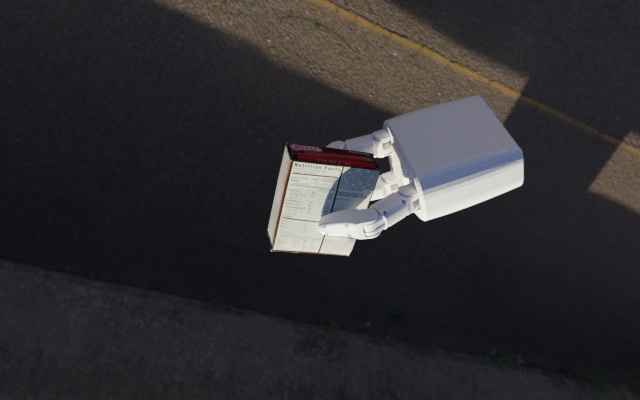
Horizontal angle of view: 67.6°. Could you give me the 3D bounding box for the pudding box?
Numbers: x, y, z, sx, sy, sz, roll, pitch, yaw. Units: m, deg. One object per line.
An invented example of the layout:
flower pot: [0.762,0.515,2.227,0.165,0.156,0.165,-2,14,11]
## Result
pudding box: [0.000,0.002,0.479,0.090,0.113,0.039,6,31,-15]
